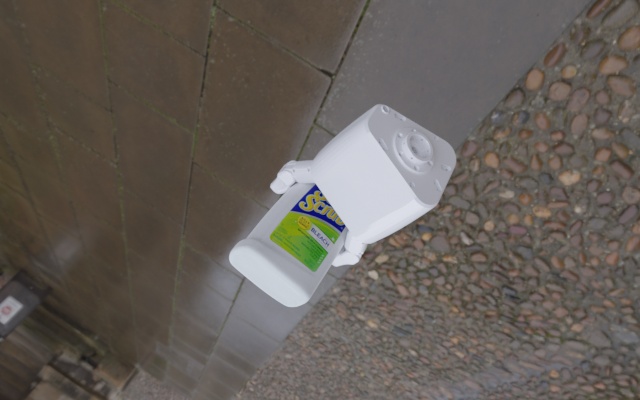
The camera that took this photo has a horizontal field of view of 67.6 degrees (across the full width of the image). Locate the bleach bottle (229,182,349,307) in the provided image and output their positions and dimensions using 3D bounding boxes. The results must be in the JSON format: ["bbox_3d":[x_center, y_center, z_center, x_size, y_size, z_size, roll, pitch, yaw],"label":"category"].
[{"bbox_3d":[0.000,0.002,0.587,0.102,0.250,0.068,41,-36,-10],"label":"bleach bottle"}]
